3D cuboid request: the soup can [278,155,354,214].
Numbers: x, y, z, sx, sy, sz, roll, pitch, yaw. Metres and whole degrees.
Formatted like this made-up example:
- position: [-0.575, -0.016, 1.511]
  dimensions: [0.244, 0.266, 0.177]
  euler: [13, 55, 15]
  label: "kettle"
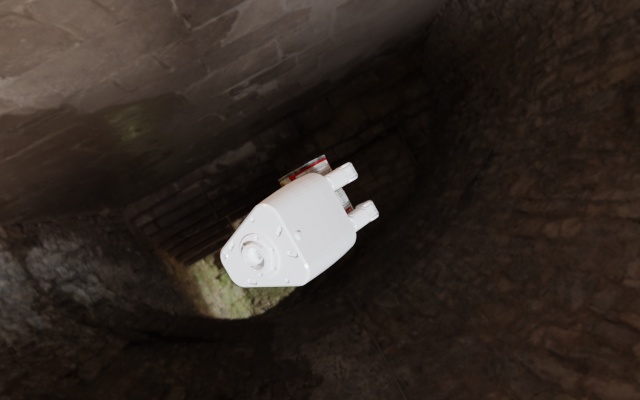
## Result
- position: [0.000, 0.002, 0.611]
  dimensions: [0.068, 0.102, 0.068]
  euler: [-29, 3, 1]
  label: "soup can"
